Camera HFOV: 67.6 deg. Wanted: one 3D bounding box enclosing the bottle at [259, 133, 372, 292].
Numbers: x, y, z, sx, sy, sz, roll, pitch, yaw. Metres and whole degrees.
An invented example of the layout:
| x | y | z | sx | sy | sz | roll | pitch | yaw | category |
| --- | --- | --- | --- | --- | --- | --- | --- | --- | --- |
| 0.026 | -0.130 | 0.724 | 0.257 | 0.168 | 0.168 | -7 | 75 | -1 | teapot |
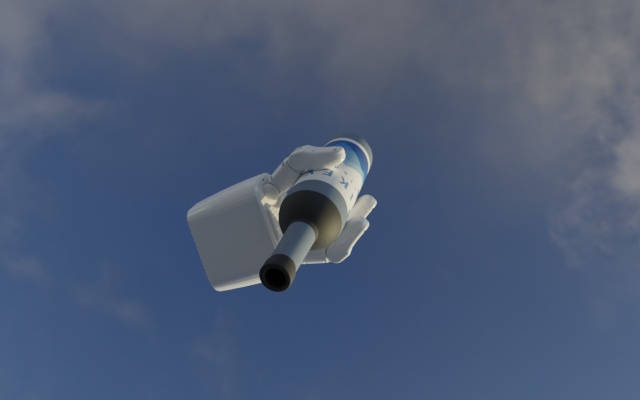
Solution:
| x | y | z | sx | sy | sz | roll | pitch | yaw | category |
| --- | --- | --- | --- | --- | --- | --- | --- | --- | --- |
| 0.000 | 0.002 | 0.508 | 0.069 | 0.069 | 0.295 | 0 | 24 | 16 | bottle |
